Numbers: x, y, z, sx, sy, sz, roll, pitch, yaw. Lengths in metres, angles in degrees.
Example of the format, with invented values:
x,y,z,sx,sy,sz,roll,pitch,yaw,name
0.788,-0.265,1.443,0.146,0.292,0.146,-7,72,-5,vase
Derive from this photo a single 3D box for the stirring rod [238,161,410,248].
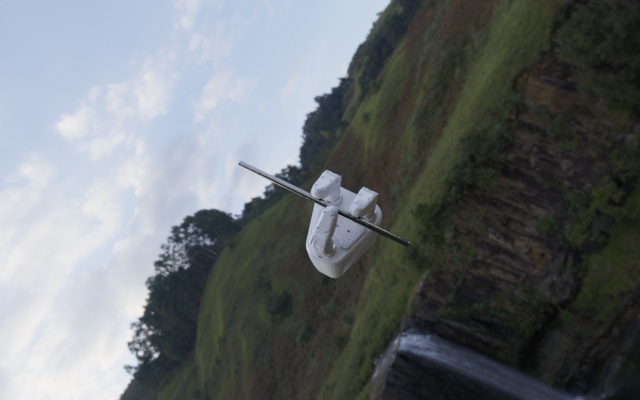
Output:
x,y,z,sx,sy,sz,roll,pitch,yaw,name
0.000,0.002,0.597,0.239,0.011,0.011,26,6,14,stirring rod
